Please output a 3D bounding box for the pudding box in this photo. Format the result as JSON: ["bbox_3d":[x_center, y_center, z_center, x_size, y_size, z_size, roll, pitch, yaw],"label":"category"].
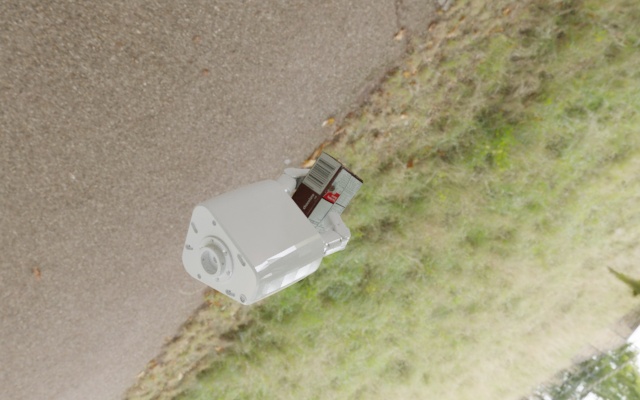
[{"bbox_3d":[0.000,0.002,0.621,0.039,0.113,0.090,38,4,23],"label":"pudding box"}]
